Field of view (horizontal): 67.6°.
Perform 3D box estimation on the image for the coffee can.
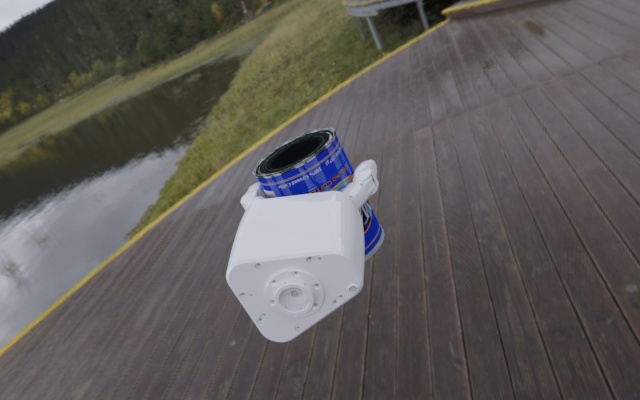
[{"bbox_3d":[0.000,0.002,0.553,0.103,0.140,0.102,-23,23,11],"label":"coffee can"}]
